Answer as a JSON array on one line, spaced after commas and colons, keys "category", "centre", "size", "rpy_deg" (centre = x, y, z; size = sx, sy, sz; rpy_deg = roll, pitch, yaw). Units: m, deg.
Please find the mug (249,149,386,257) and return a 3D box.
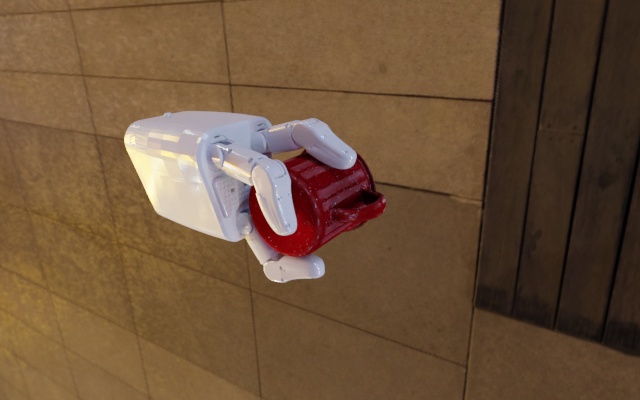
[{"category": "mug", "centre": [0.001, 0.002, 0.423], "size": [0.117, 0.093, 0.081], "rpy_deg": [11, 25, 33]}]
